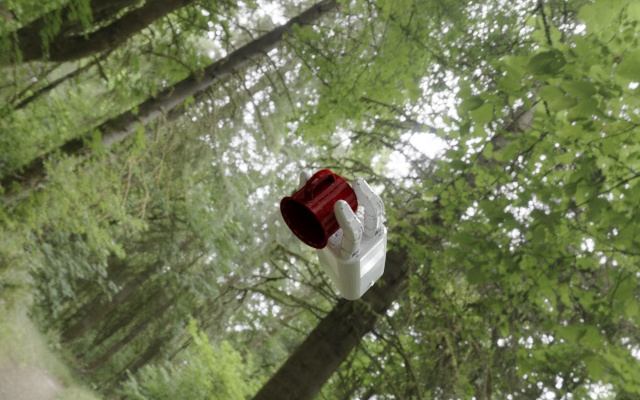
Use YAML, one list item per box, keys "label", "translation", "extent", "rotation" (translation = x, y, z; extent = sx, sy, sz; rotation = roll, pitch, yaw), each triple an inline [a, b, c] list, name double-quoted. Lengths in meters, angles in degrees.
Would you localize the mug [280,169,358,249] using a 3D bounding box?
- label: "mug"
  translation: [0.000, 0.001, 0.694]
  extent: [0.093, 0.117, 0.081]
  rotation: [30, 55, 30]
